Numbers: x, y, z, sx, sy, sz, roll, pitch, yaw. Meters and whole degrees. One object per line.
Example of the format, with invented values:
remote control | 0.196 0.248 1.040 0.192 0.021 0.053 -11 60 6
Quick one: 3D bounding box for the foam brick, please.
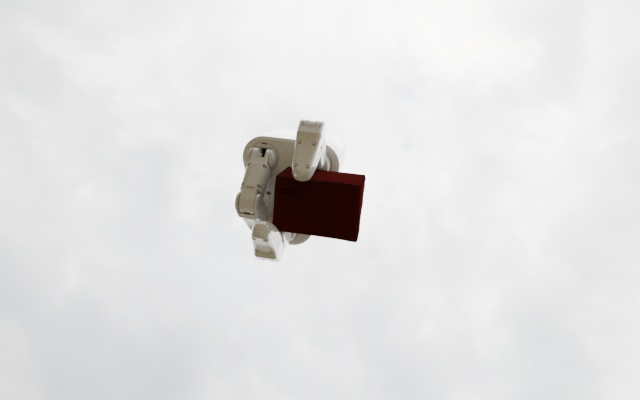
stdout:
foam brick | 0.000 0.002 0.436 0.078 0.053 0.051 8 14 8
